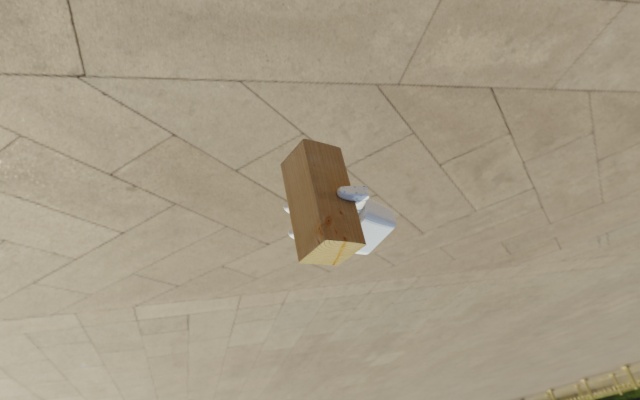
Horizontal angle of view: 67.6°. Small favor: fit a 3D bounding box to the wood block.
[{"bbox_3d":[0.001,0.003,0.864,0.090,0.206,0.091,9,-36,-35],"label":"wood block"}]
